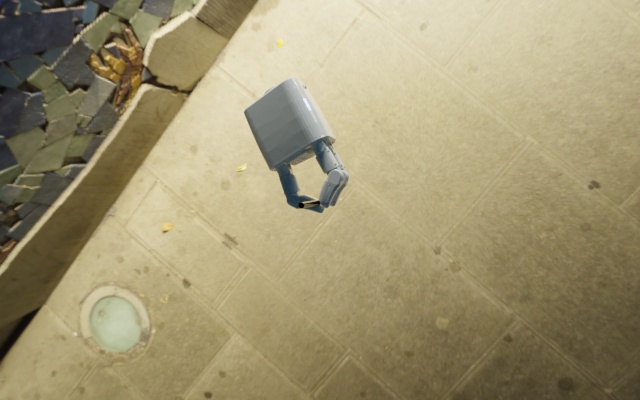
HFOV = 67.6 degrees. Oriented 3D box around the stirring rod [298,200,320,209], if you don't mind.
[{"bbox_3d":[0.000,0.002,0.730,0.011,0.011,0.239,0,2,12],"label":"stirring rod"}]
